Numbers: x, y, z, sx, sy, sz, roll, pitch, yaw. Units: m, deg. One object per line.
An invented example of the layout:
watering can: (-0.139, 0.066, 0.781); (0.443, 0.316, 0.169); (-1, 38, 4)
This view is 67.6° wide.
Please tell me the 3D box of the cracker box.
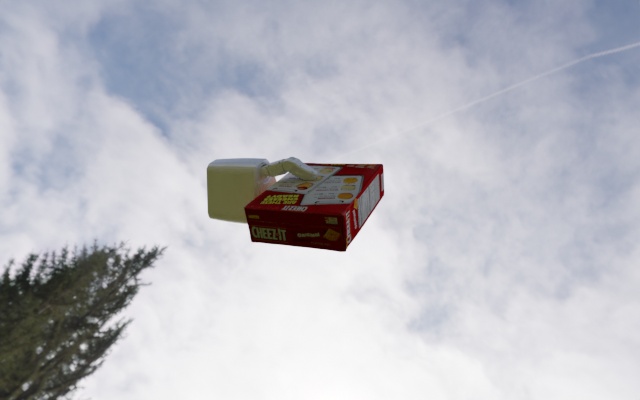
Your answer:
cracker box: (0.000, 0.002, 0.794); (0.164, 0.072, 0.213); (3, 25, 23)
